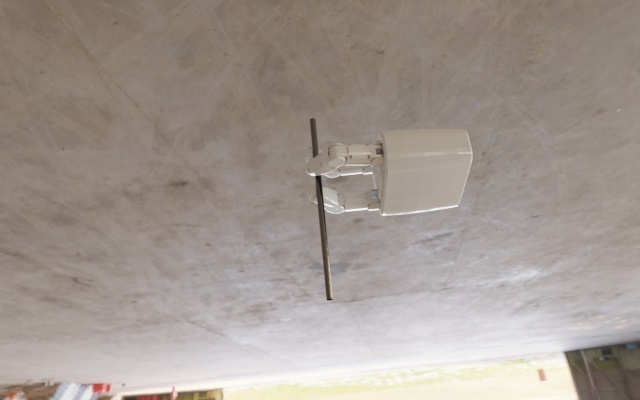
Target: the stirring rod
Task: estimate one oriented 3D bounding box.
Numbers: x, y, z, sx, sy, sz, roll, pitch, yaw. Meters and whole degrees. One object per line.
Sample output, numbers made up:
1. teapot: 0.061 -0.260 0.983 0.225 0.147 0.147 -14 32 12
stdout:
1. stirring rod: 0.000 0.002 0.583 0.011 0.239 0.011 -5 -24 -2
